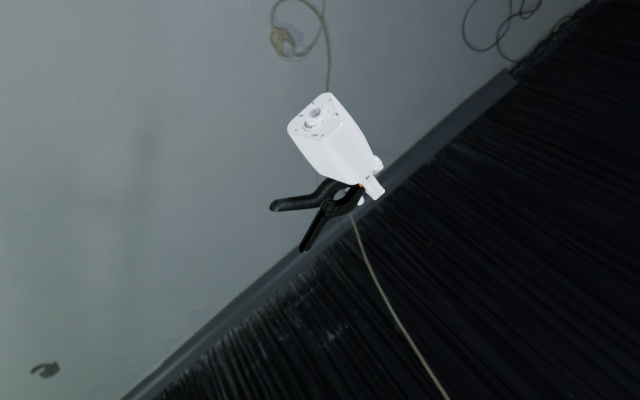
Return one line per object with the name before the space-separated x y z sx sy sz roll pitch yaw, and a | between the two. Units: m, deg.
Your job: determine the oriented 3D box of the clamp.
clamp | 0.001 0.003 0.805 0.120 0.171 0.039 48 0 -40
